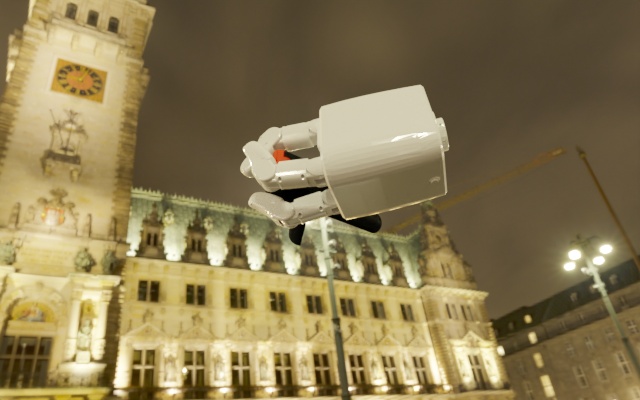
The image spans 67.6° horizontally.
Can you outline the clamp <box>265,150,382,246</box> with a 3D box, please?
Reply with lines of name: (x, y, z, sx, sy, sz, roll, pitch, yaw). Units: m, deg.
clamp: (0.000, 0.001, 0.540, 0.120, 0.039, 0.172, -11, -32, 11)
